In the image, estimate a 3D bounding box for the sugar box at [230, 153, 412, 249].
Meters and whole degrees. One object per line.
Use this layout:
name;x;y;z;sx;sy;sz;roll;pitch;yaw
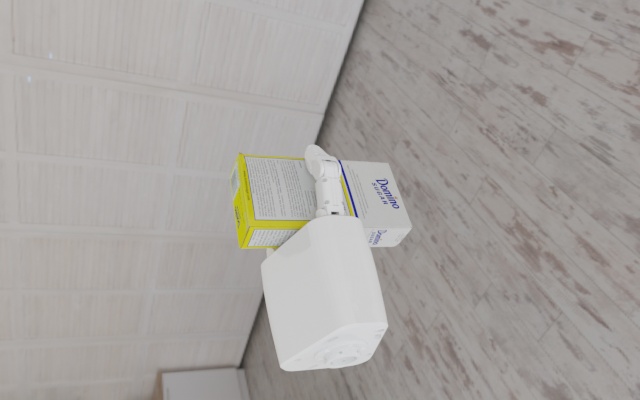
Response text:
sugar box;0.000;0.002;0.499;0.176;0.093;0.048;4;-38;-25
